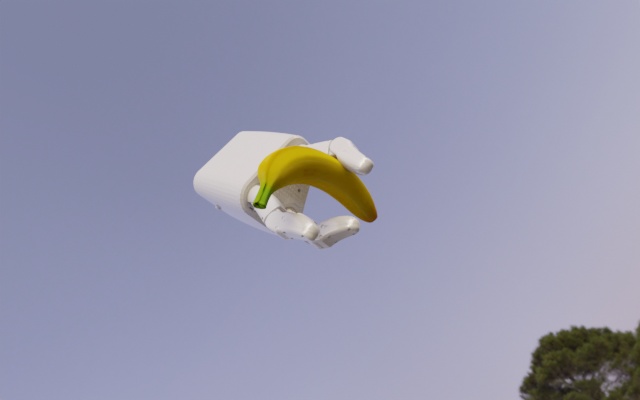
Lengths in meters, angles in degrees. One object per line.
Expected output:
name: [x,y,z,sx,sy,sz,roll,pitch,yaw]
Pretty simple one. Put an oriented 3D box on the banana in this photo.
banana: [-0.001,-0.017,0.496,0.037,0.069,0.198,1,-5,40]
